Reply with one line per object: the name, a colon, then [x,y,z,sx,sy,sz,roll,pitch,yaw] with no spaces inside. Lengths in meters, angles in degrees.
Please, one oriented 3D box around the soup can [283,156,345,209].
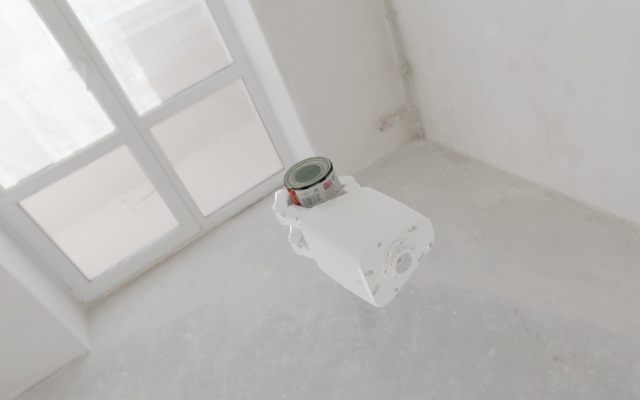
soup can: [0.000,0.002,0.627,0.068,0.102,0.068,-16,35,12]
